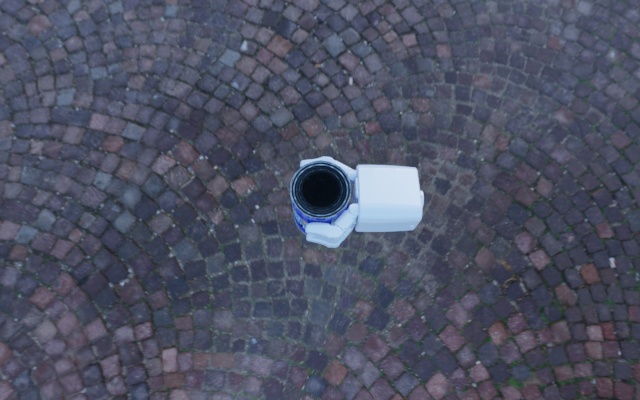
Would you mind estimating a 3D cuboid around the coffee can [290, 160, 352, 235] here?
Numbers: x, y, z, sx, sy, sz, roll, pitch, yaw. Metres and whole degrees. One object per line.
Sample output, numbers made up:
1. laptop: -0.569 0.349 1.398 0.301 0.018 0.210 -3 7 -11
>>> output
1. coffee can: 0.000 0.003 0.849 0.103 0.102 0.140 0 -18 0
